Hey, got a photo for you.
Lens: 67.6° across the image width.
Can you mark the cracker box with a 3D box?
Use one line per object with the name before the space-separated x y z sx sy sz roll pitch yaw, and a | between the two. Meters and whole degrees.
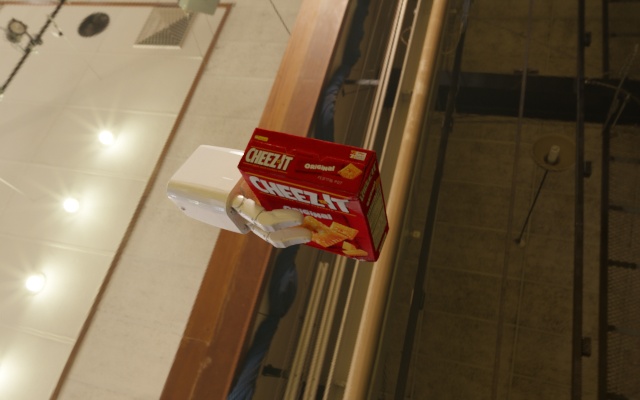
cracker box | 0.000 0.002 0.658 0.164 0.072 0.214 13 -24 19
